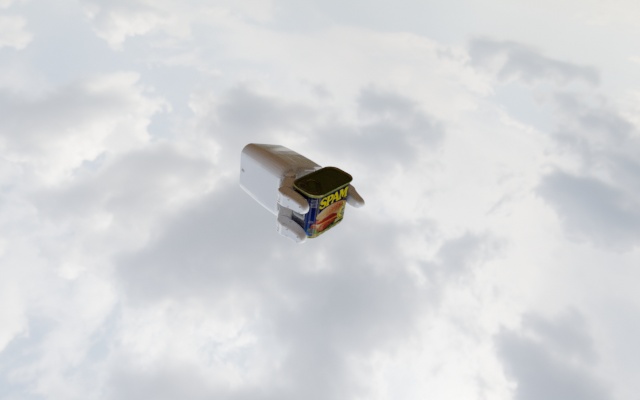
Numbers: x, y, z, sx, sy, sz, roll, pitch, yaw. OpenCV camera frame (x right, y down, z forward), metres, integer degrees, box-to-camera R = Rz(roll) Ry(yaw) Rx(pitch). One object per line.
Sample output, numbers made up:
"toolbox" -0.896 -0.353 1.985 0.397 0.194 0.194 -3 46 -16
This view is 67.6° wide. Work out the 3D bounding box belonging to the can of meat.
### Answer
"can of meat" 0.000 0.003 0.769 0.057 0.084 0.102 30 38 30
